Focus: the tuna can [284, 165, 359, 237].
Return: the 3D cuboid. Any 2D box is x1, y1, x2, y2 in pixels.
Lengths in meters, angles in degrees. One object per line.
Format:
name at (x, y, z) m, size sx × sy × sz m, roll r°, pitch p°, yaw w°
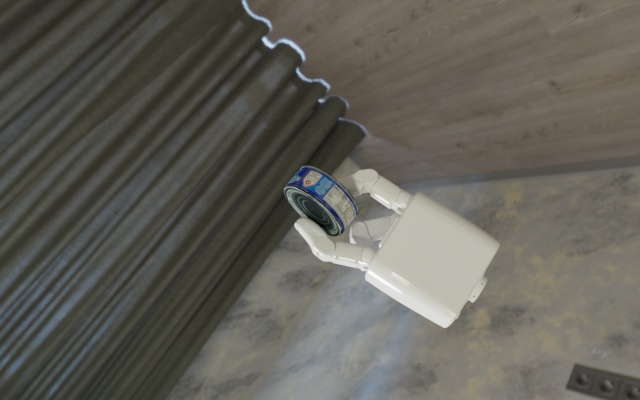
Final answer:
tuna can at (0.000, 0.002, 0.545) m, size 0.086 × 0.033 × 0.086 m, roll 35°, pitch -21°, yaw 15°
